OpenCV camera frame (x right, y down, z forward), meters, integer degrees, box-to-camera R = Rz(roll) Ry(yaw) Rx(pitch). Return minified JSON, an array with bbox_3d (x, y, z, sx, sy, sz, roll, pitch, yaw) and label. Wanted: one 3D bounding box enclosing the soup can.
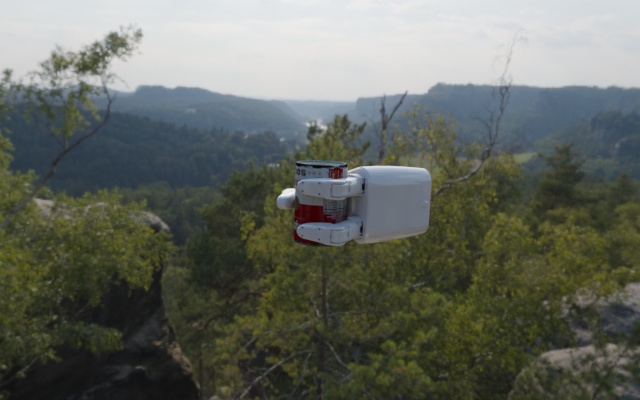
[{"bbox_3d":[0.000,0.002,0.613,0.068,0.102,0.068,2,10,0],"label":"soup can"}]
